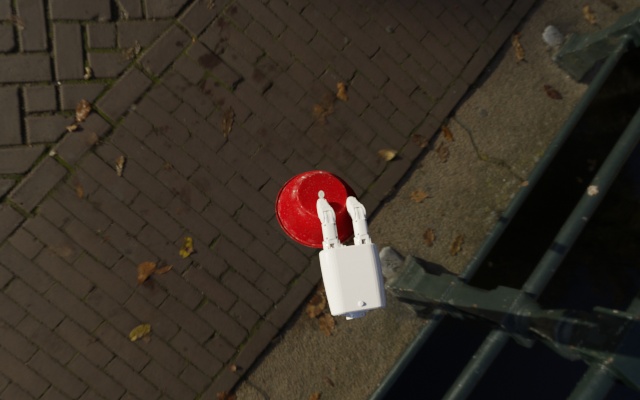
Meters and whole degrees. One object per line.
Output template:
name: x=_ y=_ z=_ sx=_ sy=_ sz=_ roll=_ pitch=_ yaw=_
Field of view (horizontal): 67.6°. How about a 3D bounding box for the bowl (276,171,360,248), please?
bowl: x=0.000 y=0.002 z=0.874 sx=0.162 sy=0.162 sz=0.055 roll=0 pitch=-28 yaw=-9
